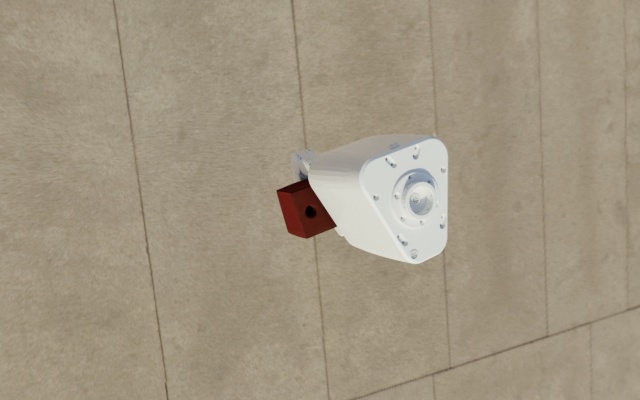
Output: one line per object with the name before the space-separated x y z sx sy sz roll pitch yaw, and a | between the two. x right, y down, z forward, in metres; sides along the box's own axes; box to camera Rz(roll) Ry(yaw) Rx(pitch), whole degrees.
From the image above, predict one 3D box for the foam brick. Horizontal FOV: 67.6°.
foam brick | 0.000 0.002 0.521 0.078 0.053 0.051 -22 13 -20
